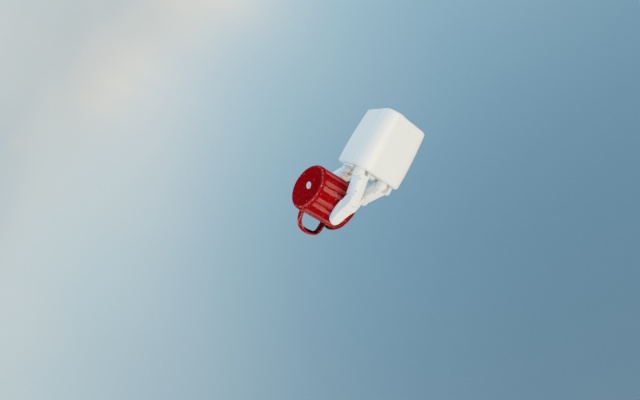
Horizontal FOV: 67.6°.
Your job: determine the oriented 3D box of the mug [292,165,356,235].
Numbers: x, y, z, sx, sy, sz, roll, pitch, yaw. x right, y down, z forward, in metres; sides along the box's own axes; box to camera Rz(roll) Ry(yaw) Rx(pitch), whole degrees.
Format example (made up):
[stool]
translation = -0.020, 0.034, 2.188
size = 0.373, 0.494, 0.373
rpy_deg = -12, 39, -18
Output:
[mug]
translation = -0.001, 0.004, 0.808
size = 0.081, 0.117, 0.093
rpy_deg = 30, -1, -34
